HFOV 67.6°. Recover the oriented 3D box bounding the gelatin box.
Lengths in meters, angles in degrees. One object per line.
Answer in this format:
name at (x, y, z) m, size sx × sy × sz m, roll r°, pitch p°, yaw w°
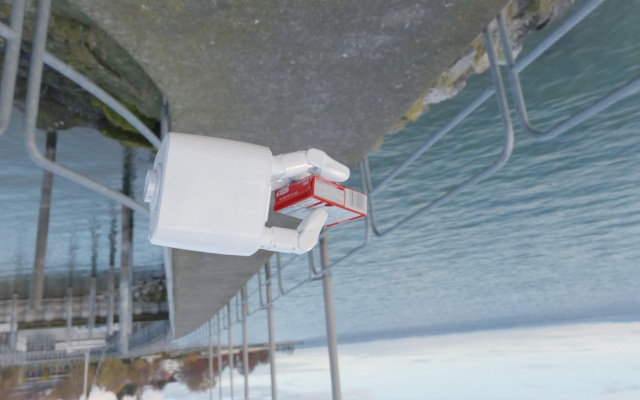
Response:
gelatin box at (0.000, 0.002, 0.573) m, size 0.089 × 0.030 × 0.073 m, roll 20°, pitch -26°, yaw -36°
